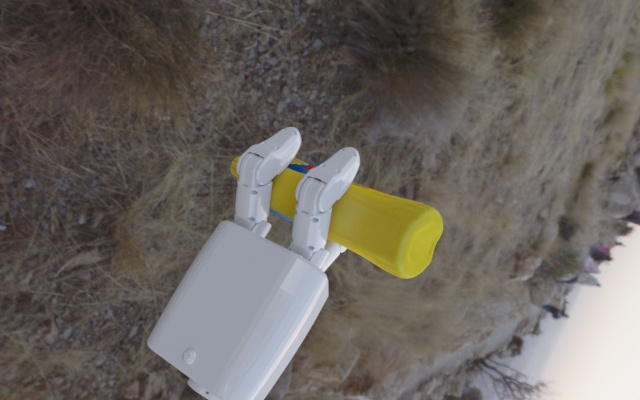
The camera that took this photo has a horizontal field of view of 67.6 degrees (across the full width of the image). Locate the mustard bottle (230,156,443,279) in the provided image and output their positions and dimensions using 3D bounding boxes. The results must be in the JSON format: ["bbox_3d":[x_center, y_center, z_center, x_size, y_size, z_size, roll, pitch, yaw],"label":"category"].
[{"bbox_3d":[0.000,0.001,0.400,0.191,0.058,0.096,23,6,27],"label":"mustard bottle"}]
